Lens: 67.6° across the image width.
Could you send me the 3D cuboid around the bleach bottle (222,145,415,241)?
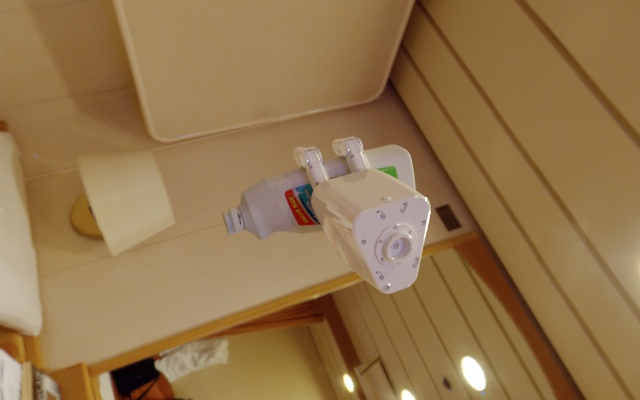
[{"bbox_3d":[0.000,0.002,0.622,0.251,0.103,0.068,-16,22,-18],"label":"bleach bottle"}]
